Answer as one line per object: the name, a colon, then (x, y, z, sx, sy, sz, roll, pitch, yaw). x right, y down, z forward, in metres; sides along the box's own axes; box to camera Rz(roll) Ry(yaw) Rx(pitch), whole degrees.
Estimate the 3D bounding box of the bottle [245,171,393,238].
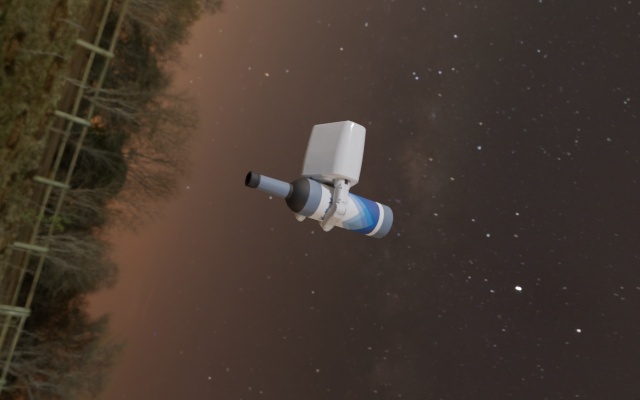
bottle: (0.000, 0.003, 0.877, 0.296, 0.069, 0.069, 18, -9, -29)
